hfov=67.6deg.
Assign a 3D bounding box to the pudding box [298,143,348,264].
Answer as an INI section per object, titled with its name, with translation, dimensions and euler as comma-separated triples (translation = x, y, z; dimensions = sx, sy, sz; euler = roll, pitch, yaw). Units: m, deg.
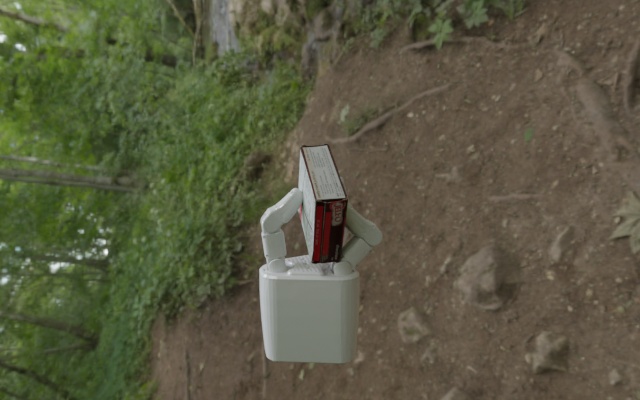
[pudding box]
translation = 0.000, 0.002, 0.542
dimensions = 0.039, 0.090, 0.113
euler = -4, 38, -12
